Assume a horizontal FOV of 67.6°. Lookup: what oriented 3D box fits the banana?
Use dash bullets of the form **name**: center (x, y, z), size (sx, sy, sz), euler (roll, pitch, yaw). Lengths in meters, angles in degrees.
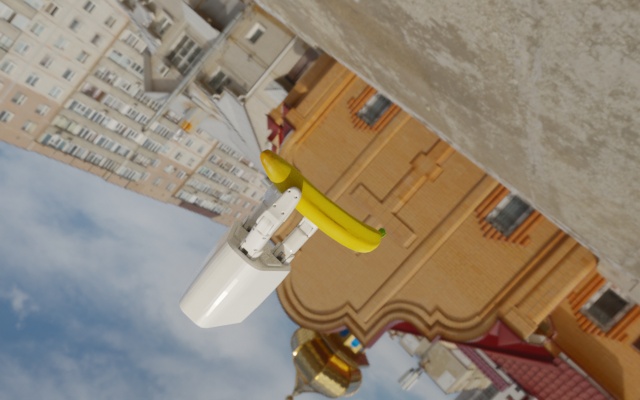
- **banana**: center (0.005, 0.011, 0.578), size (0.198, 0.037, 0.069), euler (36, 13, -19)
